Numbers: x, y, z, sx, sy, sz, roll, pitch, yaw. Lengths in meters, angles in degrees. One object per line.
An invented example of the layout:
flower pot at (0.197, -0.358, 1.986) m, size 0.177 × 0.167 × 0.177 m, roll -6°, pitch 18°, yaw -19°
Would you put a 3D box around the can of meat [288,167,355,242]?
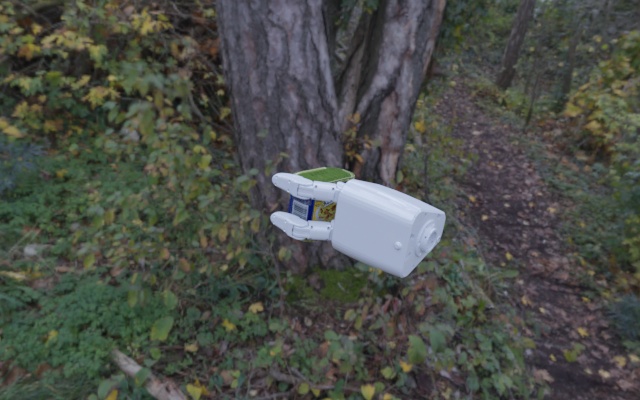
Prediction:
can of meat at (0.000, 0.002, 0.680) m, size 0.057 × 0.084 × 0.102 m, roll 25°, pitch 27°, yaw 36°
